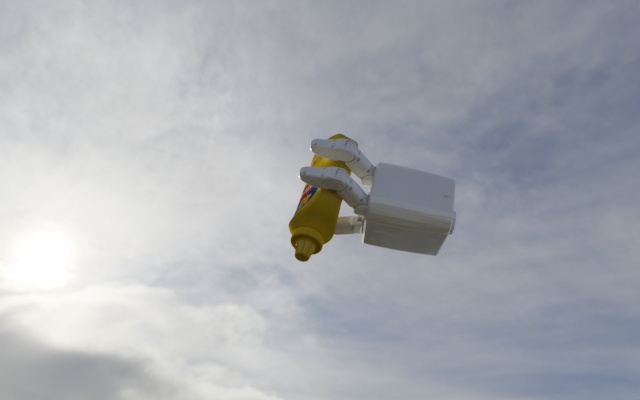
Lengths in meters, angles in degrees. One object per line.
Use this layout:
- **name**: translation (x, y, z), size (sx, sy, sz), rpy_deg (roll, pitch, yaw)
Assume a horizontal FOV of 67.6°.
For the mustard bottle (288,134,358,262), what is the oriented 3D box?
- **mustard bottle**: translation (0.000, 0.002, 0.638), size (0.058, 0.191, 0.096), rpy_deg (28, -43, -11)
